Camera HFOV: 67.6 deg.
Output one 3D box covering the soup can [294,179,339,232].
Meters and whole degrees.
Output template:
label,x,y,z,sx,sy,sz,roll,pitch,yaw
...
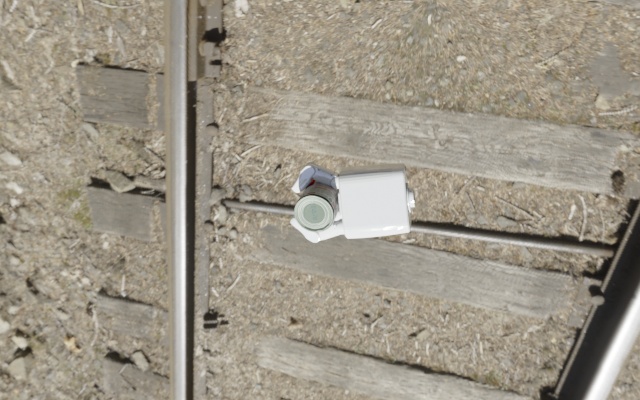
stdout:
label,x,y,z,sx,sy,sz,roll,pitch,yaw
soup can,0.000,0.003,0.801,0.068,0.068,0.102,0,23,13
